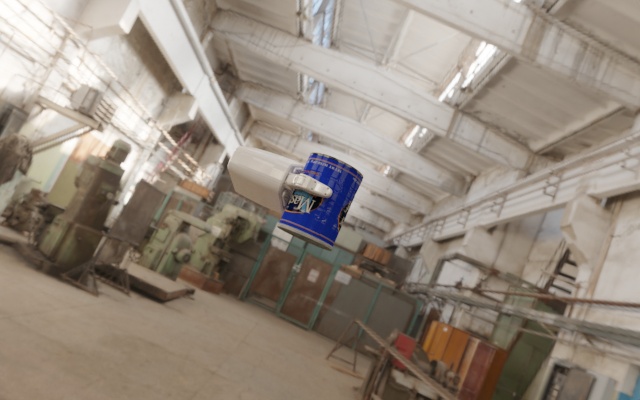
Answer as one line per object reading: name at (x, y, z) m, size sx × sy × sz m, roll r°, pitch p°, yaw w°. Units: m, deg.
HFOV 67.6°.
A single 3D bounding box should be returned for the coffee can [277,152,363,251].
coffee can at (0.000, 0.003, 0.824) m, size 0.103 × 0.140 × 0.103 m, roll 24°, pitch -9°, yaw 4°
